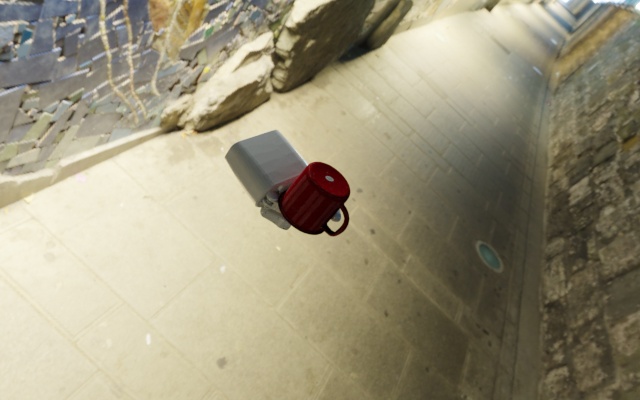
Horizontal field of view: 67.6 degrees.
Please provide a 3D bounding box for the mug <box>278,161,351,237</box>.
[{"bbox_3d":[0.001,0.003,0.743,0.093,0.117,0.081,-16,-28,-52],"label":"mug"}]
